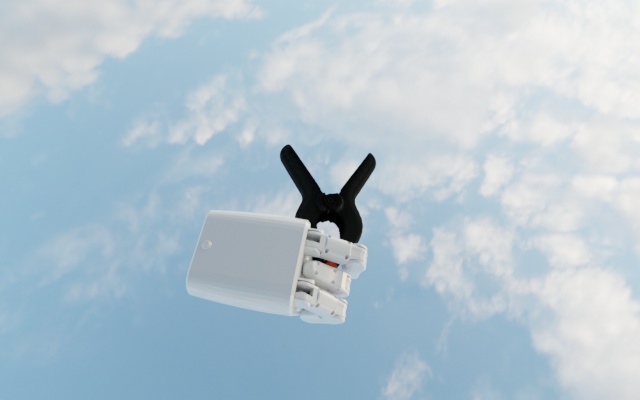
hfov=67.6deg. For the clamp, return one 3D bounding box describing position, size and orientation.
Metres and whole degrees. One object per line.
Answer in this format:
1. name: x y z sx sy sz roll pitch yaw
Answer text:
1. clamp: 0.000 0.002 0.563 0.120 0.171 0.039 9 -35 2
